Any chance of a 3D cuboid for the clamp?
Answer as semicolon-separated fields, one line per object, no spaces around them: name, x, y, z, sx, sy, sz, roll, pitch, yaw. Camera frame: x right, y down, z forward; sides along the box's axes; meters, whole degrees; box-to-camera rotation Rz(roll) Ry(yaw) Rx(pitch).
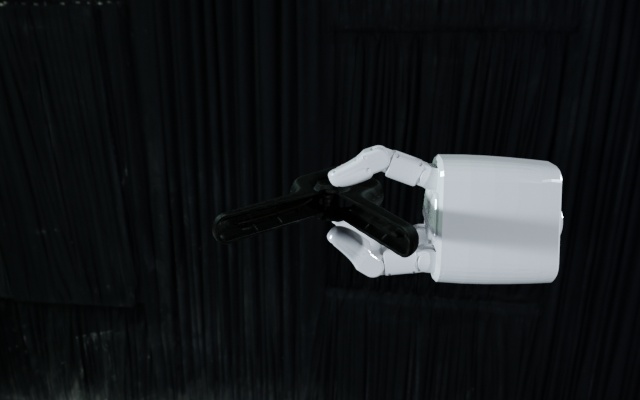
clamp;0.000;0.001;0.456;0.164;0.036;0.210;2;17;4
